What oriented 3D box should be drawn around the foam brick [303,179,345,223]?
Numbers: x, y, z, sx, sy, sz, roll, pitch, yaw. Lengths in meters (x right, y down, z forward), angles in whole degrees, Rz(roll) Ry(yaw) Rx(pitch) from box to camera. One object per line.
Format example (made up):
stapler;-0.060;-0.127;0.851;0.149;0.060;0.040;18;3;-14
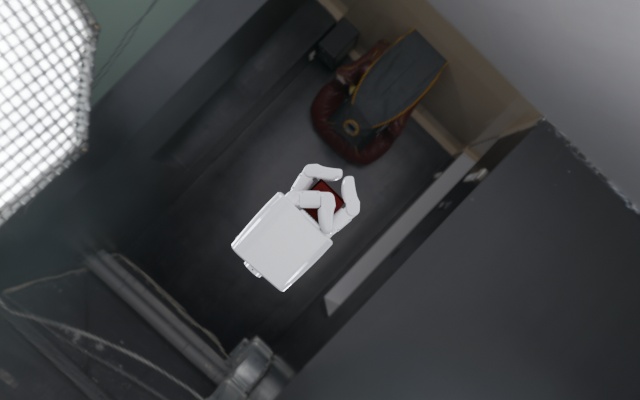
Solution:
foam brick;0.000;0.002;0.743;0.053;0.051;0.078;44;-1;-1
